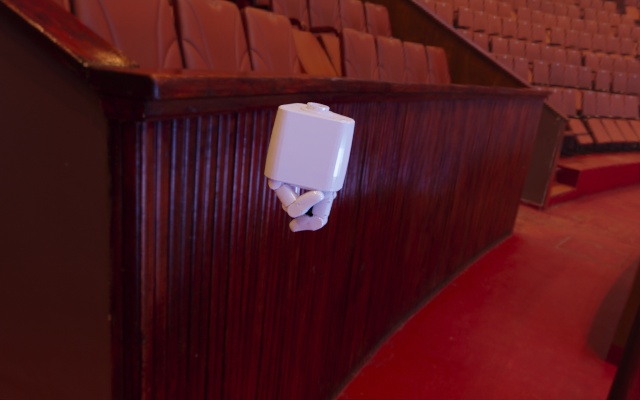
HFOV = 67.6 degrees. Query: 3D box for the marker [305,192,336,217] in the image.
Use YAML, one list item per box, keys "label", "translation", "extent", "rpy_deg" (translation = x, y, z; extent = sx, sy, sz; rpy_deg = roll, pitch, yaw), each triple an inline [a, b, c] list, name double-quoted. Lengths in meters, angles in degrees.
- label: "marker"
  translation: [0.000, 0.003, 0.781]
  extent: [0.020, 0.020, 0.121]
  rpy_deg: [0, 14, 19]
